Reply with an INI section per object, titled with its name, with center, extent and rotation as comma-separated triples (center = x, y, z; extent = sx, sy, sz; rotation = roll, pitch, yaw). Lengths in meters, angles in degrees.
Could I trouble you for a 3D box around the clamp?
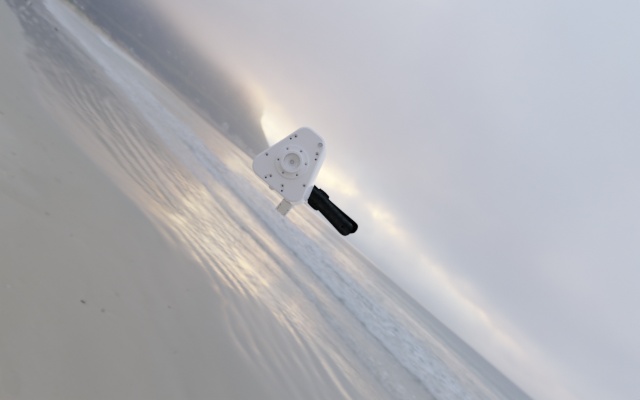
[clamp]
center = 0.000, 0.002, 0.829
extent = 0.171, 0.039, 0.120
rotation = 40, -1, 0
